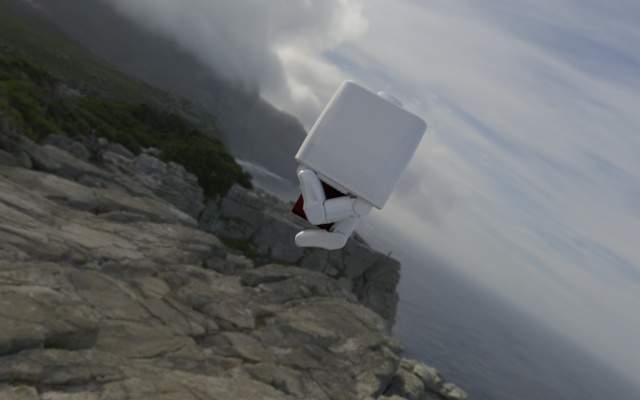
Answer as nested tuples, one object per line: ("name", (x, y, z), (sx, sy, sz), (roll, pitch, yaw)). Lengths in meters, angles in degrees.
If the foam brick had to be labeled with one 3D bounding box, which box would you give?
("foam brick", (0.000, 0.002, 0.600), (0.053, 0.051, 0.078), (30, 3, -2))
